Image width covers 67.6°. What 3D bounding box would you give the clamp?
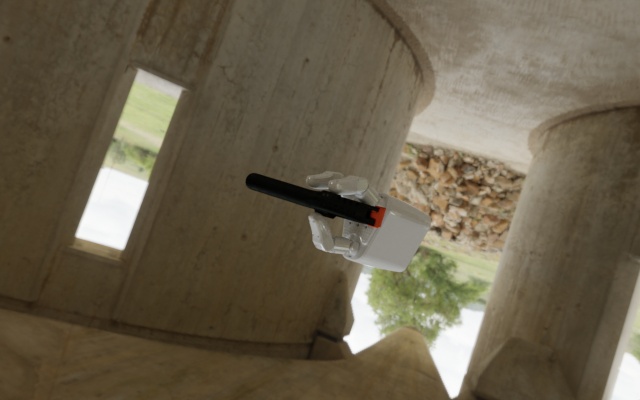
[{"bbox_3d":[0.000,0.003,0.681,0.164,0.036,0.210,19,-3,-37],"label":"clamp"}]
